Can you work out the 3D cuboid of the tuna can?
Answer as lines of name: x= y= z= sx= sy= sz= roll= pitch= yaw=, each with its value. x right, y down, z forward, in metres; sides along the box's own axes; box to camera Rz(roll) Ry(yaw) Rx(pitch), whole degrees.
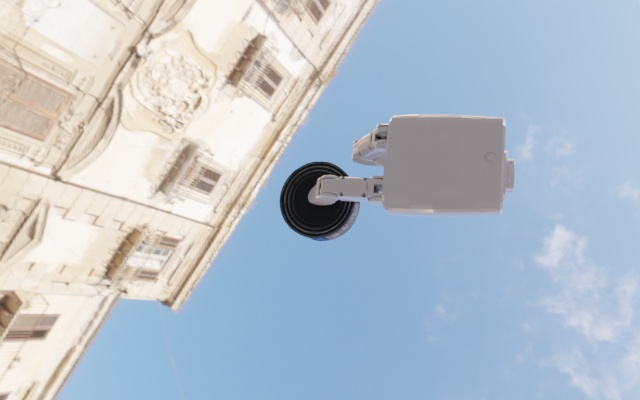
tuna can: x=0.000 y=0.002 z=0.535 sx=0.086 sy=0.086 sz=0.034 roll=0 pitch=-13 yaw=17
